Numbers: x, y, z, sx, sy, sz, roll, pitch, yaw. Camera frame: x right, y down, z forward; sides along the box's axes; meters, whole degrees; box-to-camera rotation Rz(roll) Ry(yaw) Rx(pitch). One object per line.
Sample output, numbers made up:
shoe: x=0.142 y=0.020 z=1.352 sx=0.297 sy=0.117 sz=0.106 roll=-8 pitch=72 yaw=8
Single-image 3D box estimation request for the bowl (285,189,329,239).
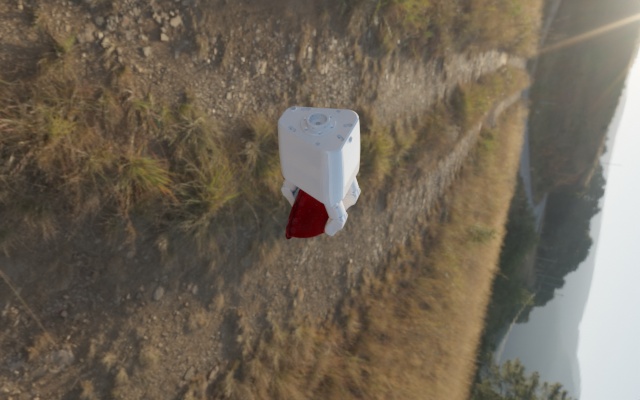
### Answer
bowl: x=0.000 y=0.003 z=0.808 sx=0.055 sy=0.162 sz=0.162 roll=24 pitch=3 yaw=8
